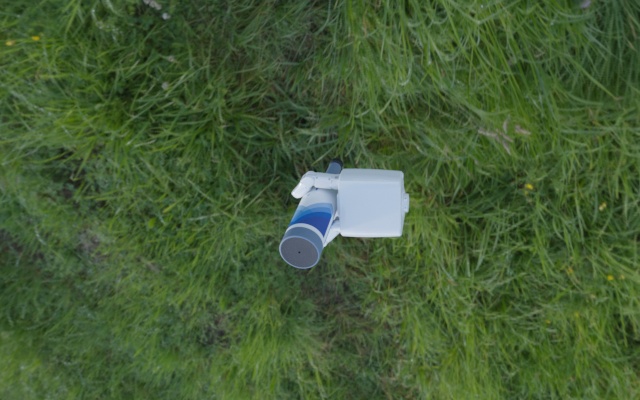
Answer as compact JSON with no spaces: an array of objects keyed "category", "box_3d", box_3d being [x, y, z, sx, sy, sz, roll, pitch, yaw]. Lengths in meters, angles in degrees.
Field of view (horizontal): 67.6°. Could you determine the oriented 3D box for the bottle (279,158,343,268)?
[{"category":"bottle","box_3d":[0.000,0.003,0.873,0.069,0.069,0.295,0,33,16]}]
